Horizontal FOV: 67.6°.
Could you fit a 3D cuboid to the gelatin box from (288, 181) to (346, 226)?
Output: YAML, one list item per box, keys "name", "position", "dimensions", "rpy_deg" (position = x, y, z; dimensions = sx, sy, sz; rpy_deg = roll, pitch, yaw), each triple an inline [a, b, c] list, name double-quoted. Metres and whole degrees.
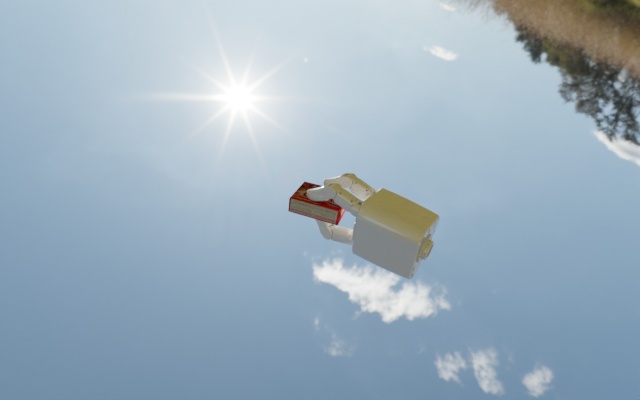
- name: "gelatin box"
  position: [0.000, 0.003, 0.802]
  dimensions: [0.089, 0.030, 0.073]
  rpy_deg: [15, 28, 12]
